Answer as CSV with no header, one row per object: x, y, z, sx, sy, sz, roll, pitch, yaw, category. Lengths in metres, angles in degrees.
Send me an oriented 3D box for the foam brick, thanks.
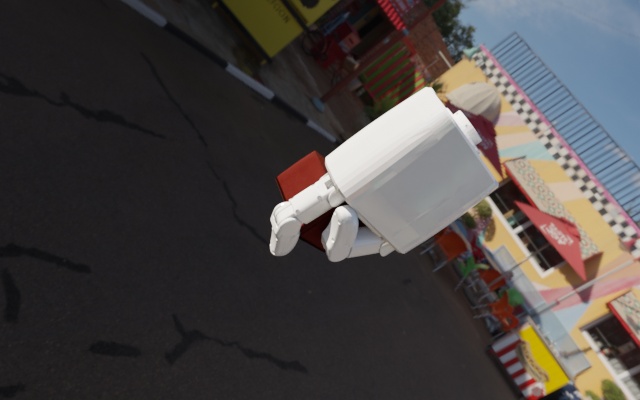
0.000,0.001,0.464,0.051,0.078,0.053,-36,-38,16,foam brick
